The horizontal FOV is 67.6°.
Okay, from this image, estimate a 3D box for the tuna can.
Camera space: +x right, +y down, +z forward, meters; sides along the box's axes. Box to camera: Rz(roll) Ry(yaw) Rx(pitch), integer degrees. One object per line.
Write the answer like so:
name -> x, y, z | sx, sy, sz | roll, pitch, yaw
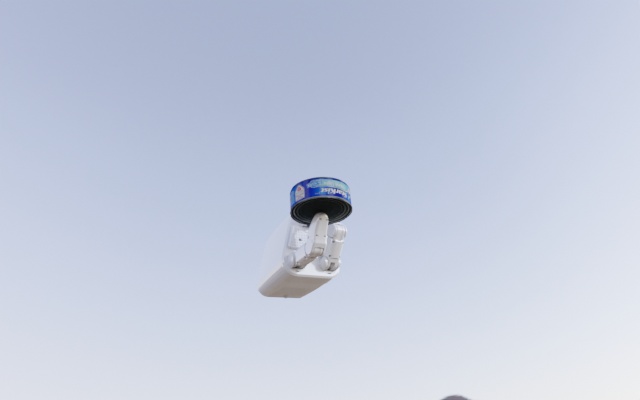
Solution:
tuna can -> 0.000, 0.002, 0.659 | 0.086, 0.033, 0.086 | -4, -28, -2
